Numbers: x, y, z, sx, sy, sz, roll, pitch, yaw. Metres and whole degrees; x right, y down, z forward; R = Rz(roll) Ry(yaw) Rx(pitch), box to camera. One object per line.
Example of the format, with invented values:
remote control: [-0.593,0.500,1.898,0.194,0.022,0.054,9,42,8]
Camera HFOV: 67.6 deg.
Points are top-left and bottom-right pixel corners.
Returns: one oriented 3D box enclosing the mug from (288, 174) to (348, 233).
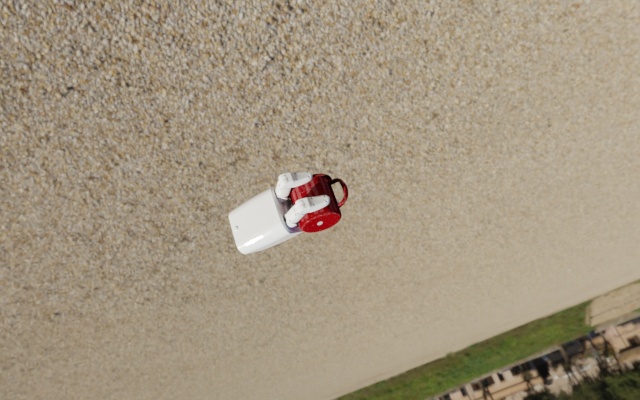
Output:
mug: [0.001,0.002,0.890,0.117,0.081,0.093,-27,-25,17]
